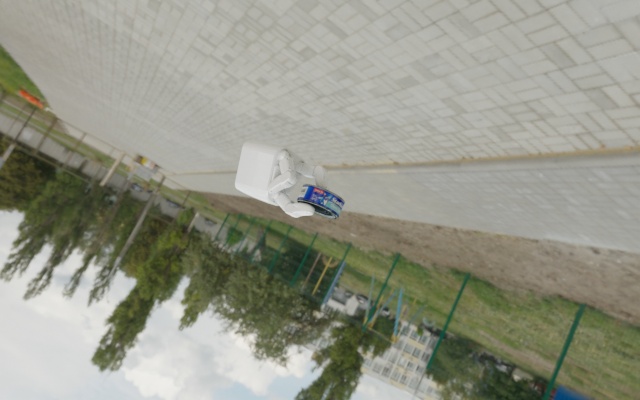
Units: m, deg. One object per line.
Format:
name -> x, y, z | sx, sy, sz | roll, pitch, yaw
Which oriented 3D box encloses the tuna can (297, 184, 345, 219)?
tuna can -> 0.000, 0.003, 0.893 | 0.086, 0.033, 0.086 | 22, -12, 5
